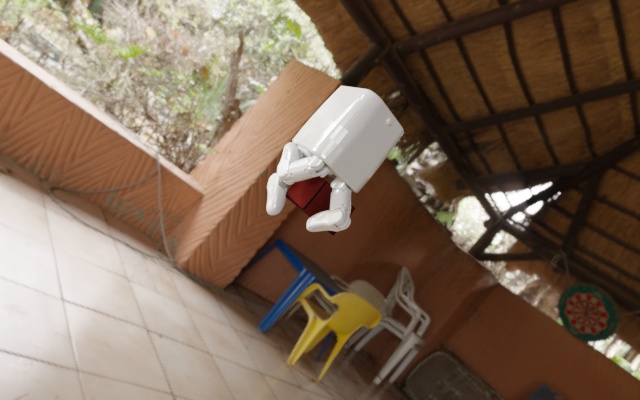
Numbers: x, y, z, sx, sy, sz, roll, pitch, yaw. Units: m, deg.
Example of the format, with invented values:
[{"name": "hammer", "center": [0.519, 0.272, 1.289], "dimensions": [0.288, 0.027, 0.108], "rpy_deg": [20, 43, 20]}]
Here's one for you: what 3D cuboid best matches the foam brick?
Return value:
[{"name": "foam brick", "center": [0.000, 0.002, 0.663], "dimensions": [0.053, 0.051, 0.078], "rpy_deg": [37, -3, 46]}]
